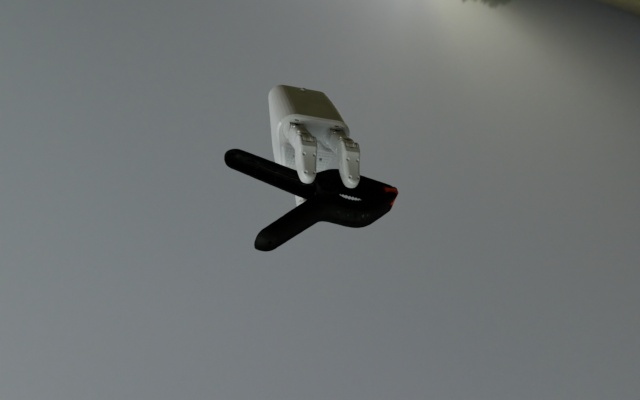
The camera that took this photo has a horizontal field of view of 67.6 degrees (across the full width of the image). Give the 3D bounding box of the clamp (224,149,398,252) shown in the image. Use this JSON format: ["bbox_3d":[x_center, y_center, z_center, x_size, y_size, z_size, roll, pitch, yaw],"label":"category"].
[{"bbox_3d":[0.000,0.002,0.550,0.210,0.036,0.164,6,37,-20],"label":"clamp"}]
